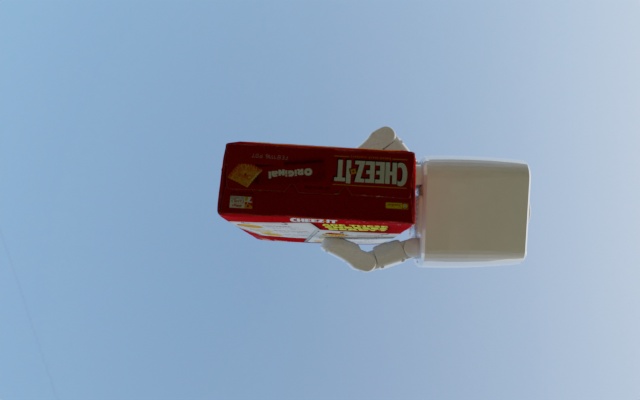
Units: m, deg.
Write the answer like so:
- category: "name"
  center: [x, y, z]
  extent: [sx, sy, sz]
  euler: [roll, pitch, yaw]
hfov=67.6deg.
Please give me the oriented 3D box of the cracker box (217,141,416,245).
- category: "cracker box"
  center: [0.000, 0.002, 0.496]
  extent: [0.164, 0.072, 0.214]
  euler: [2, -10, 2]
